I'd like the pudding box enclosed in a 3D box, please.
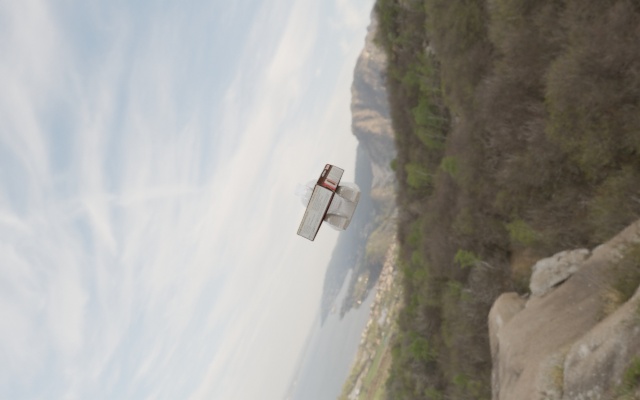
[{"bbox_3d":[0.000,0.003,0.842,0.039,0.113,0.090,21,30,2],"label":"pudding box"}]
